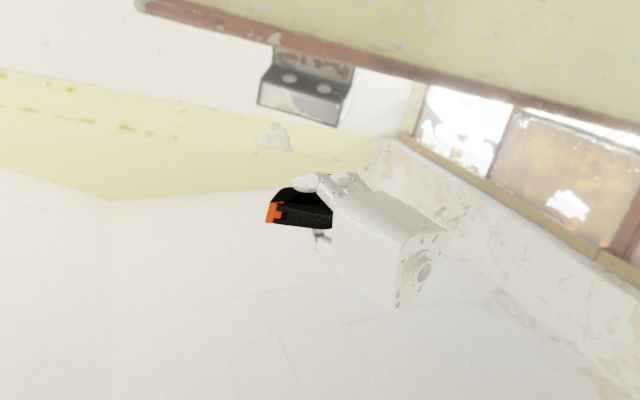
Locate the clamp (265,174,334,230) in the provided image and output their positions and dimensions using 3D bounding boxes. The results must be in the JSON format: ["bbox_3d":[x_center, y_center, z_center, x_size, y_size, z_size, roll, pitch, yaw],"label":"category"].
[{"bbox_3d":[0.000,0.003,0.661,0.210,0.036,0.164,-3,26,-43],"label":"clamp"}]
